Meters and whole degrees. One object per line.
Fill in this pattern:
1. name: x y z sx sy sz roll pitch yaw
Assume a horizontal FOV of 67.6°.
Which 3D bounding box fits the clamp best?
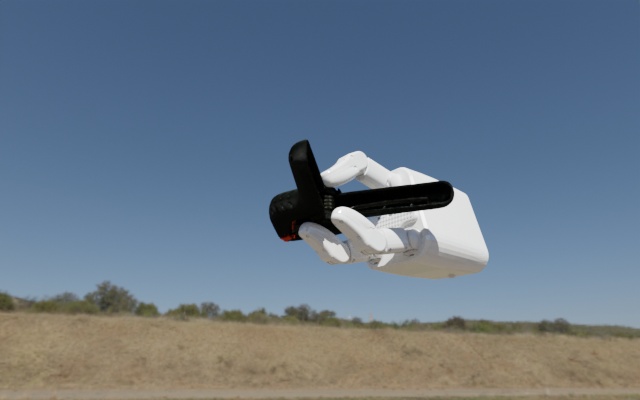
1. clamp: 0.000 0.001 0.477 0.164 0.036 0.210 18 -26 -32
